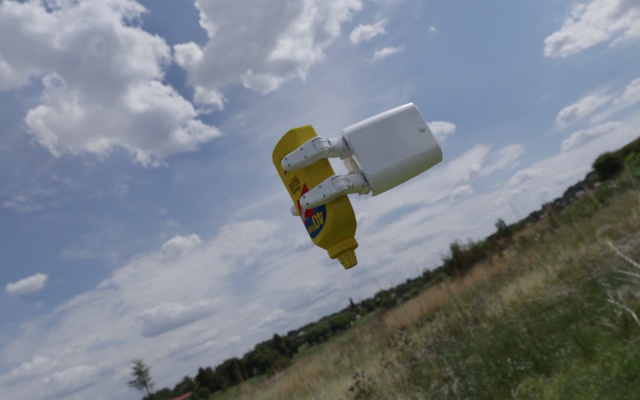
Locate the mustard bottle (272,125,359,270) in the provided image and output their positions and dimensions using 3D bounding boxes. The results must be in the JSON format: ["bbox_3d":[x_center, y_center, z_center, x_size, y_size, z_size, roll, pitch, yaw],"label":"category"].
[{"bbox_3d":[0.000,0.002,0.636,0.058,0.191,0.096,-18,-17,-30],"label":"mustard bottle"}]
